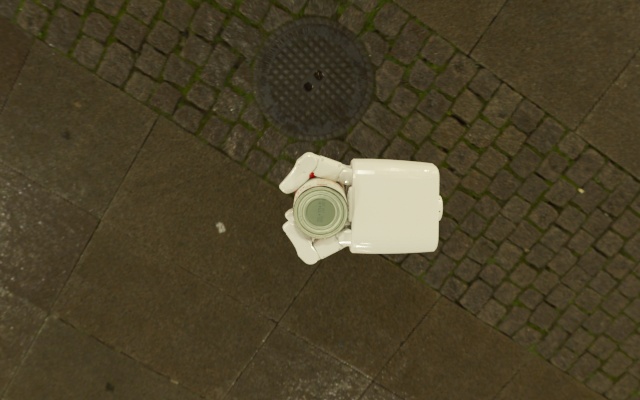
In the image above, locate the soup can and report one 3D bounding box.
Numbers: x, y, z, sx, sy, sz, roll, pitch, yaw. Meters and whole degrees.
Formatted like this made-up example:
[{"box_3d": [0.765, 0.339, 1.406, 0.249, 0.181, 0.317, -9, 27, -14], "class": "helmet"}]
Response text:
[{"box_3d": [0.000, 0.002, 0.609, 0.068, 0.068, 0.102, 0, 16, 0], "class": "soup can"}]
